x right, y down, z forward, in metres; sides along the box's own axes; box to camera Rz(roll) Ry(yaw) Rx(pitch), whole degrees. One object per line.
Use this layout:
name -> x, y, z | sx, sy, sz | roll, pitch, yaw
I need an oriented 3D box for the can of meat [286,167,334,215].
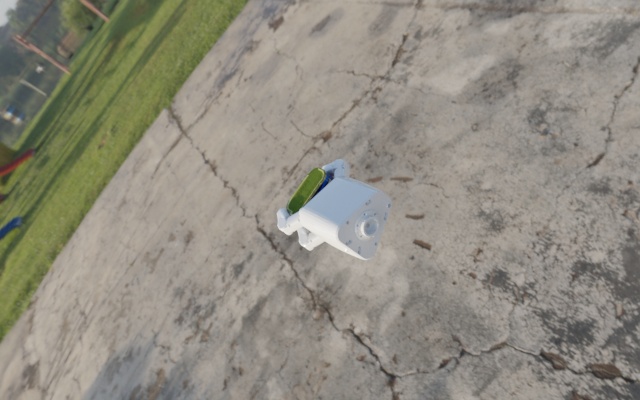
can of meat -> 0.000, 0.003, 0.857 | 0.084, 0.102, 0.057 | 37, -5, -34
